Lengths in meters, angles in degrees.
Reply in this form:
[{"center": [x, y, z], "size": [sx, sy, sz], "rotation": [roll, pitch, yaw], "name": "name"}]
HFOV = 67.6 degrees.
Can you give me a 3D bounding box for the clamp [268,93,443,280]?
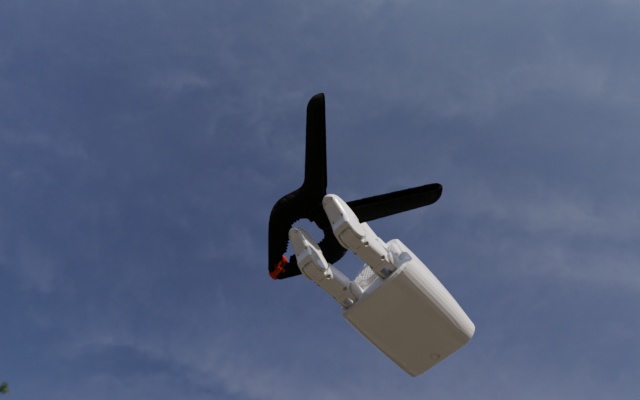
[{"center": [0.000, 0.002, 0.518], "size": [0.210, 0.164, 0.036], "rotation": [-44, 6, 22], "name": "clamp"}]
